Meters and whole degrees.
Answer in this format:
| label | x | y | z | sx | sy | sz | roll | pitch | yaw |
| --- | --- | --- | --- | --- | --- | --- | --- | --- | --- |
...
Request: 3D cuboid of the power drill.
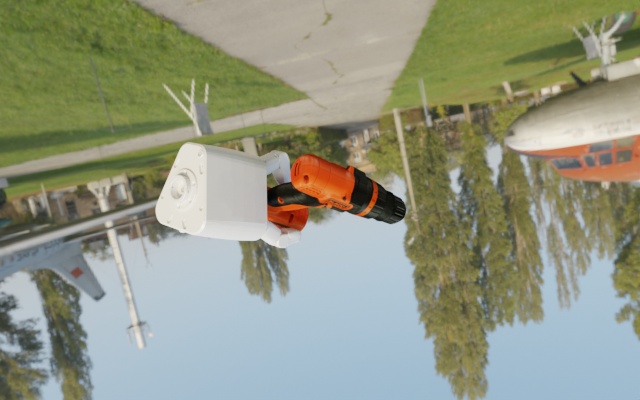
| label | x | y | z | sx | sy | sz | roll | pitch | yaw |
| --- | --- | --- | --- | --- | --- | --- | --- | --- | --- |
| power drill | 0.000 | 0.002 | 0.664 | 0.184 | 0.057 | 0.188 | 24 | -27 | -34 |
